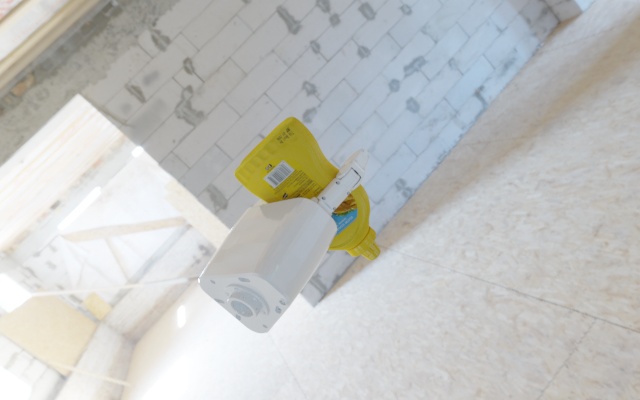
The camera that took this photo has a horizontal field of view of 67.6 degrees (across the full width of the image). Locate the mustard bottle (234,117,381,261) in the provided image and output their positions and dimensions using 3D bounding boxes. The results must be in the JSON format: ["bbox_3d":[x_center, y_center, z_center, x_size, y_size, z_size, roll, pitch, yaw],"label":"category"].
[{"bbox_3d":[0.000,0.001,0.552,0.096,0.192,0.058,-40,15,23],"label":"mustard bottle"}]
